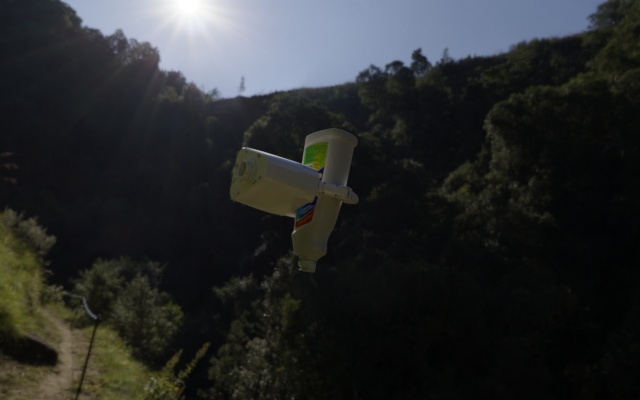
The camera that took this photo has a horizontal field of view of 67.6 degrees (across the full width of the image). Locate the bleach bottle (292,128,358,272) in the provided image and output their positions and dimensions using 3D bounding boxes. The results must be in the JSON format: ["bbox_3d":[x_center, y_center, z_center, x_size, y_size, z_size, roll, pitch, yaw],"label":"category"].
[{"bbox_3d":[0.000,0.003,0.859,0.068,0.250,0.102,18,-15,-38],"label":"bleach bottle"}]
